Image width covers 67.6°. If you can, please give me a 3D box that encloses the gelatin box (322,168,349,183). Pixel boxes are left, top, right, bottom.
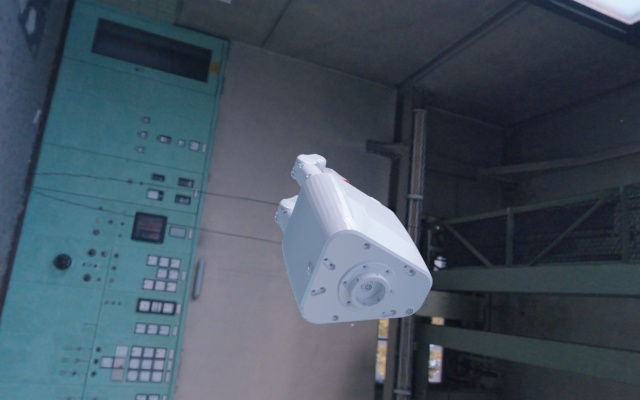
[{"bbox_3d":[0.000,0.002,0.553,0.030,0.073,0.089,14,9,-13],"label":"gelatin box"}]
